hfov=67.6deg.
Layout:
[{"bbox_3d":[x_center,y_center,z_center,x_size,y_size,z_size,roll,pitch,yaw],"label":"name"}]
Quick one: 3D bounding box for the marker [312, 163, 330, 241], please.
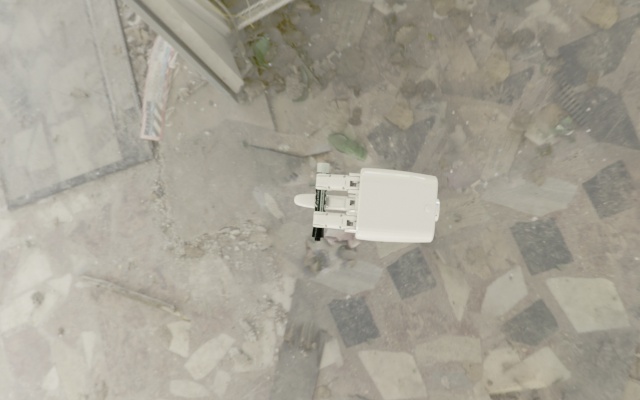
[{"bbox_3d":[0.000,0.002,0.739,0.020,0.121,0.020,4,-1,0],"label":"marker"}]
